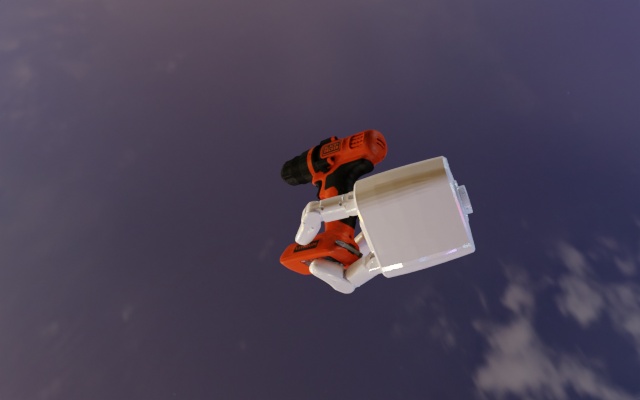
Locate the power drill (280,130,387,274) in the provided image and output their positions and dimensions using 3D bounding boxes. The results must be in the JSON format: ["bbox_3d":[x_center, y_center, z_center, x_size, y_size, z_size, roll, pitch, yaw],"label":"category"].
[{"bbox_3d":[0.000,0.002,0.649,0.184,0.187,0.057,-16,-36,42],"label":"power drill"}]
